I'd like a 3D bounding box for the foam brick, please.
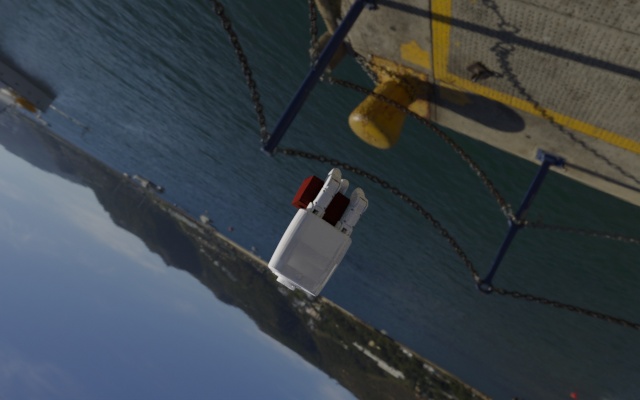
[{"bbox_3d":[0.000,0.002,0.790,0.078,0.051,0.053,34,-14,-11],"label":"foam brick"}]
